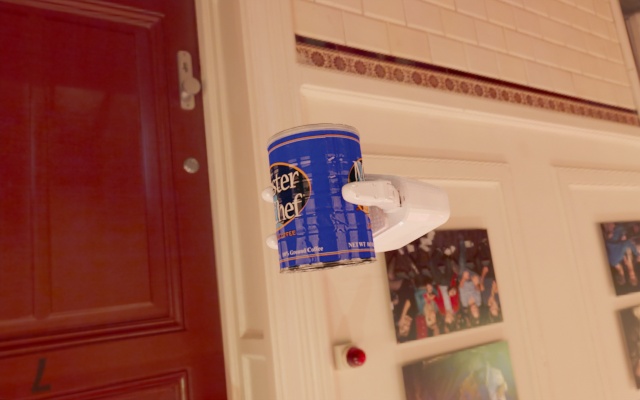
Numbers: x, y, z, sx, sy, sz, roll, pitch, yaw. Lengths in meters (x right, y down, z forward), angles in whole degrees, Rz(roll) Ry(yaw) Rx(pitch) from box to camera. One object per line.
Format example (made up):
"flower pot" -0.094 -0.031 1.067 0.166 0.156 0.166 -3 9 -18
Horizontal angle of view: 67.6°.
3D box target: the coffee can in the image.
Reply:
"coffee can" 0.000 0.001 0.508 0.103 0.140 0.103 -7 -10 -1
